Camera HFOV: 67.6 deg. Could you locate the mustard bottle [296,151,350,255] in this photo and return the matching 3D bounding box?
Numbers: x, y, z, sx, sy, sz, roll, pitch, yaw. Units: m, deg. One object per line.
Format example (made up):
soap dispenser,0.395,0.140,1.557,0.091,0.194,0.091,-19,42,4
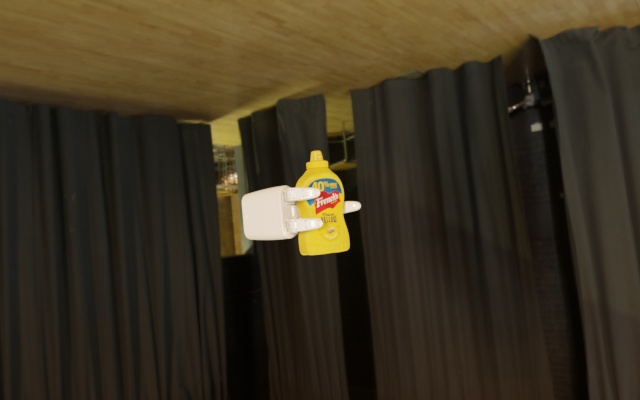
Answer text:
mustard bottle,0.000,0.003,0.893,0.096,0.191,0.058,-4,-4,-30
